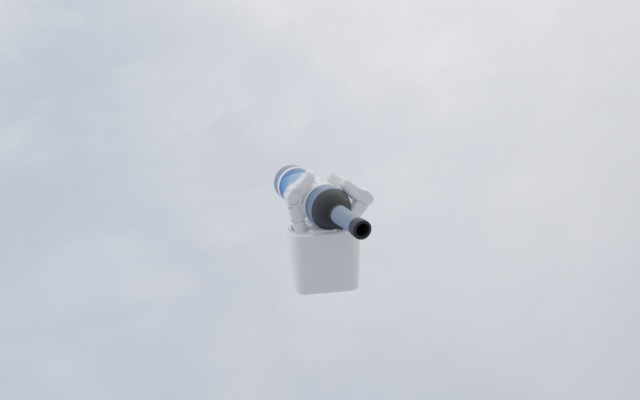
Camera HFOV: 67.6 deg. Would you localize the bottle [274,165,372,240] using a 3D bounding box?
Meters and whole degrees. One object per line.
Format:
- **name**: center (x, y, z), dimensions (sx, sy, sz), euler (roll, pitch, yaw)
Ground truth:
- **bottle**: center (0.000, 0.002, 0.757), dimensions (0.069, 0.069, 0.295), euler (0, 14, -23)
